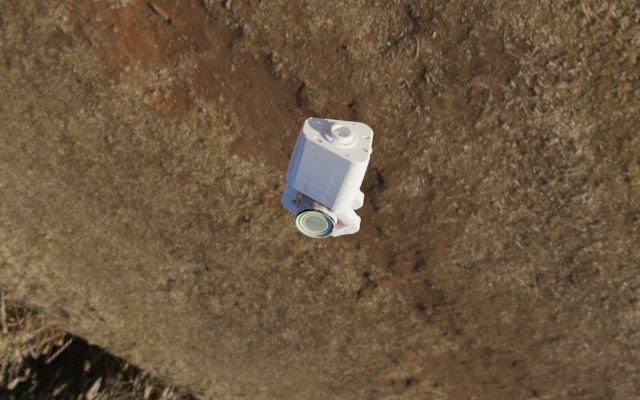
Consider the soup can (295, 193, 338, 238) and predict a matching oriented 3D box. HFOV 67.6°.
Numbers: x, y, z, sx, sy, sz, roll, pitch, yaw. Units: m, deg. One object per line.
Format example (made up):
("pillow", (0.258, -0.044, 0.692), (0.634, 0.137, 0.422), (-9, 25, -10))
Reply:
("soup can", (0.000, 0.003, 0.794), (0.068, 0.102, 0.069), (7, -43, 7))
